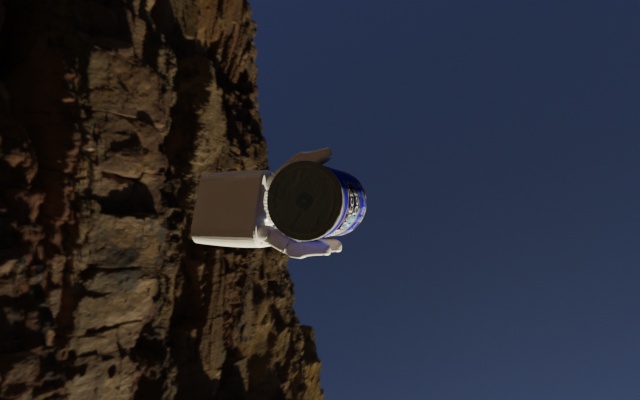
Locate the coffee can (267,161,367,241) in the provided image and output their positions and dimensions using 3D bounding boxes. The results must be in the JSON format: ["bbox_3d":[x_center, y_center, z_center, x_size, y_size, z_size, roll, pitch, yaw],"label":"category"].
[{"bbox_3d":[0.000,0.002,0.671,0.103,0.103,0.140,0,-1,18],"label":"coffee can"}]
